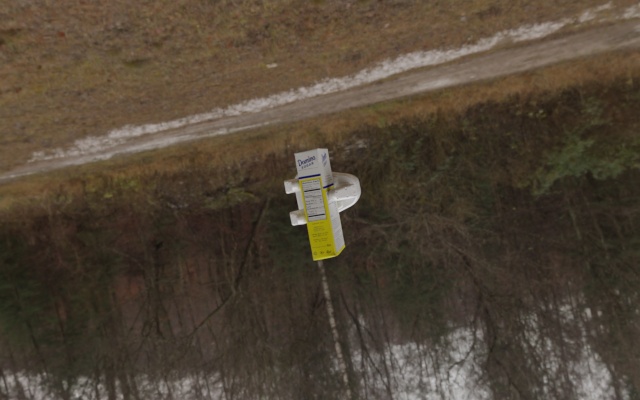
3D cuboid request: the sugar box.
[{"bbox_3d":[0.000,0.003,0.795,0.048,0.176,0.093,-12,3,12],"label":"sugar box"}]
